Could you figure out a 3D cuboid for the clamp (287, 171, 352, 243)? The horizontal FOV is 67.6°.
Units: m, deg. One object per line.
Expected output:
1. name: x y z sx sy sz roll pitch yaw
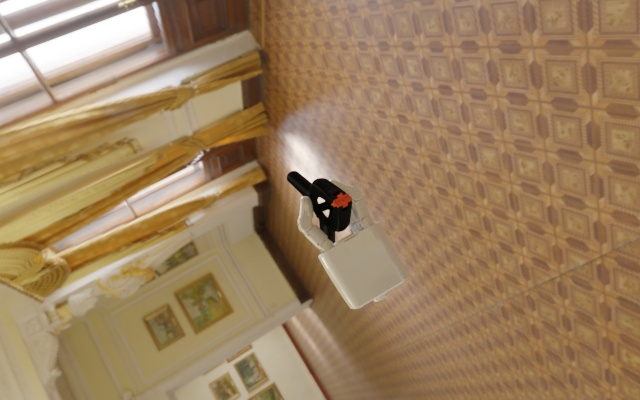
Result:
1. clamp: 0.000 0.003 0.811 0.036 0.164 0.210 -29 -4 -17
